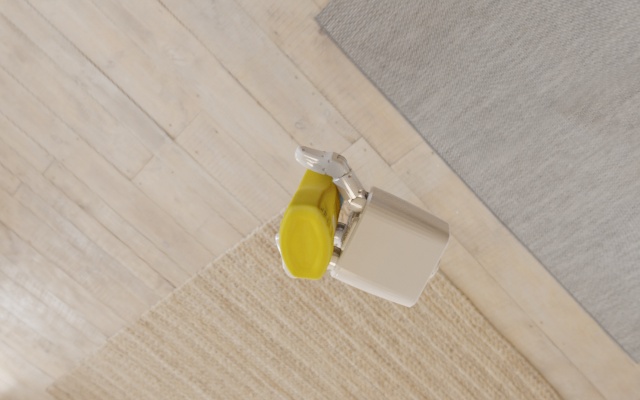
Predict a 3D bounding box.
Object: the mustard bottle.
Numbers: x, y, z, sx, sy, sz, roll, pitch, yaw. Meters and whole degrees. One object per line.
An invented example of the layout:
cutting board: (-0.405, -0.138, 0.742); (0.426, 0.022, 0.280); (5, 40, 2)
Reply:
mustard bottle: (0.000, 0.002, 0.578); (0.058, 0.096, 0.191); (3, 29, 10)
